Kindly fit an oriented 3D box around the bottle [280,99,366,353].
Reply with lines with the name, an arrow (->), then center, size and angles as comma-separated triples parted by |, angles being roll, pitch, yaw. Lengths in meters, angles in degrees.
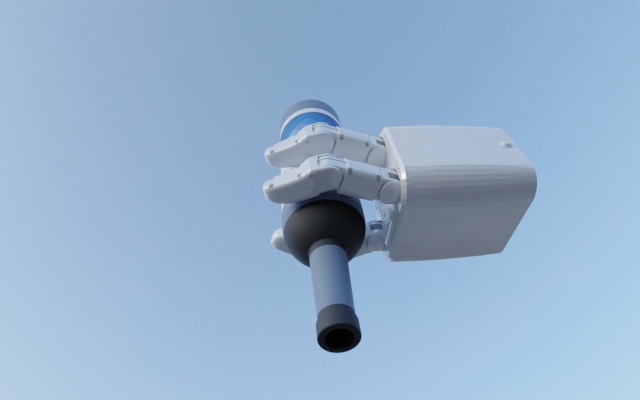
bottle -> 0.000, 0.001, 0.409 | 0.069, 0.069, 0.295 | 0, 34, -5
